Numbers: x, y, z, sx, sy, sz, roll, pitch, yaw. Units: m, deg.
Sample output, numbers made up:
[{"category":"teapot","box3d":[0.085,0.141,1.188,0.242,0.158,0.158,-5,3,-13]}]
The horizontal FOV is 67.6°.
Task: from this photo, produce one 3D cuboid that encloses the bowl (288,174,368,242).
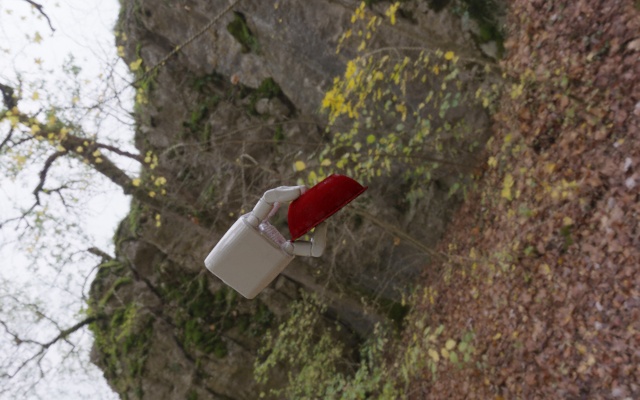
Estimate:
[{"category":"bowl","box3d":[0.001,0.002,0.805,0.162,0.055,0.162,-35,0,0]}]
